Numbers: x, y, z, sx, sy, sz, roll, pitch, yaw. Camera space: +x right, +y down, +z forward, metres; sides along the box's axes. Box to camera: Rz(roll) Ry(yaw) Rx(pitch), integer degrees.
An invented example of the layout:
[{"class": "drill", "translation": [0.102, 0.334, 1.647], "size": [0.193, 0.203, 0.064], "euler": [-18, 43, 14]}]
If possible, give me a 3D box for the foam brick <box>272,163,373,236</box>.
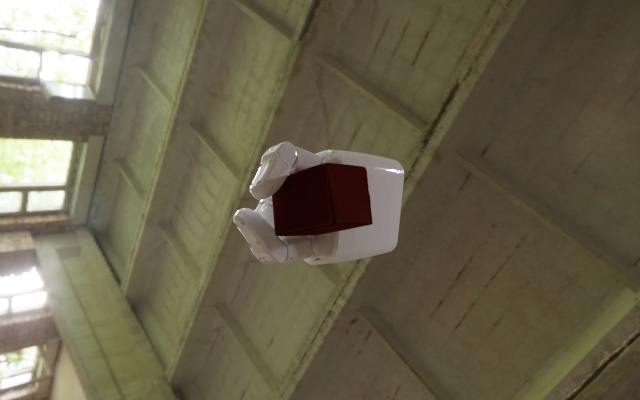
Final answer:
[{"class": "foam brick", "translation": [0.000, 0.001, 0.425], "size": [0.051, 0.053, 0.078], "euler": [3, -12, -43]}]
